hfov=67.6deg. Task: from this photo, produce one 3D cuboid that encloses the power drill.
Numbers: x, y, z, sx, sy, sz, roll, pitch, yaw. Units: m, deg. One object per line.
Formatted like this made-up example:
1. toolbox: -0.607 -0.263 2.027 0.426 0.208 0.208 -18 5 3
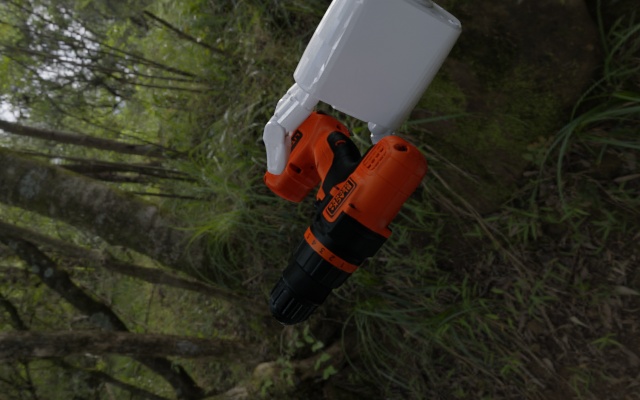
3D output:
1. power drill: 0.000 0.001 0.452 0.057 0.184 0.187 33 11 -30
